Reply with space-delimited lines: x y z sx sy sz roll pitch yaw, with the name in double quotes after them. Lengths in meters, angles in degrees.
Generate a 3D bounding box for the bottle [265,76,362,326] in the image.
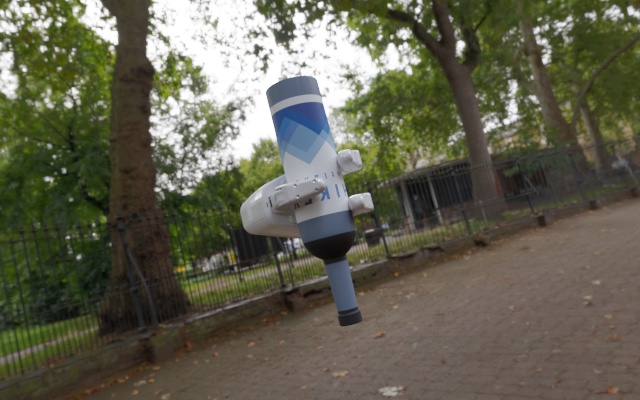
0.000 0.002 0.573 0.069 0.295 0.069 -14 -6 -1 "bottle"
